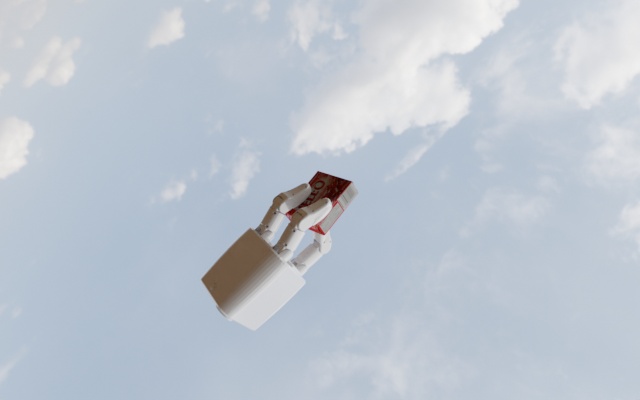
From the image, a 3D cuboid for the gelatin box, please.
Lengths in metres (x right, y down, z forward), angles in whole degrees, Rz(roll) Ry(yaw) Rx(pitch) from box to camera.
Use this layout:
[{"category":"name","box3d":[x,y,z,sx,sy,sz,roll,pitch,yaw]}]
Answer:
[{"category":"gelatin box","box3d":[0.001,0.002,0.703,0.073,0.089,0.030,20,-28,43]}]
